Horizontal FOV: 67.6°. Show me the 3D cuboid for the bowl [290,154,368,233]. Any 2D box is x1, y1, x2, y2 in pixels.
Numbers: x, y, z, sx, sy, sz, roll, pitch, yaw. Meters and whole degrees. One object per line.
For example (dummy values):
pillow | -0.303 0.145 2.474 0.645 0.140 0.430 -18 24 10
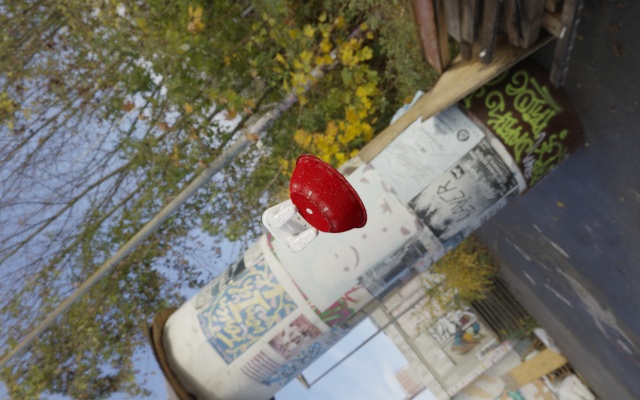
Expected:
bowl | 0.000 0.002 0.796 0.055 0.162 0.162 -44 19 -22
